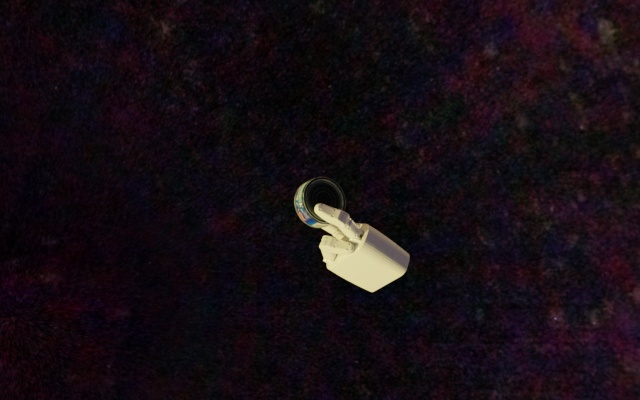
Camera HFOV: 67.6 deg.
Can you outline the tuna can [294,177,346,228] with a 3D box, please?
[{"bbox_3d":[0.000,0.003,0.827,0.086,0.086,0.034,0,-15,-28],"label":"tuna can"}]
